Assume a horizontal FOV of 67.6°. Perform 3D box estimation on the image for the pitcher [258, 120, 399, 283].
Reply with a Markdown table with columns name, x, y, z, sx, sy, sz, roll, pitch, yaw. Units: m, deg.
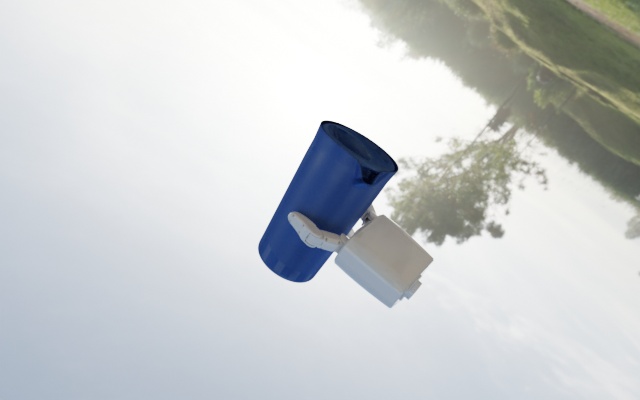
| name | x | y | z | sx | sy | sz | roll | pitch | yaw |
| --- | --- | --- | --- | --- | --- | --- | --- | --- | --- |
| pitcher | 0.000 | 0.003 | 0.748 | 0.145 | 0.243 | 0.149 | 40 | 24 | 17 |
